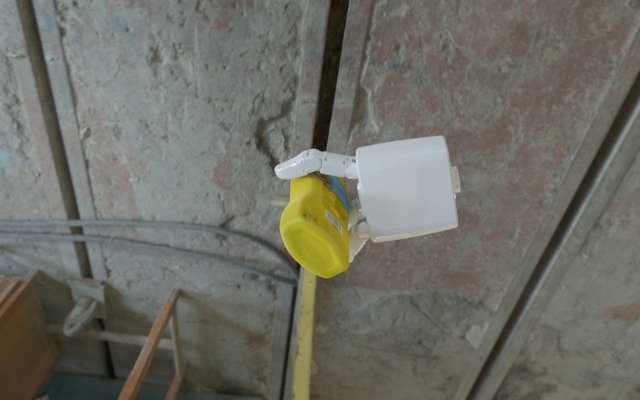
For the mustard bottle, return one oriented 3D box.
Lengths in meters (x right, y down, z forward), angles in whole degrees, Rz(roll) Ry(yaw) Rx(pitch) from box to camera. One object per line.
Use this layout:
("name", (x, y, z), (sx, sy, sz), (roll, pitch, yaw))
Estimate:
("mustard bottle", (0.000, 0.002, 0.611), (0.058, 0.096, 0.191), (-31, 27, 24))
